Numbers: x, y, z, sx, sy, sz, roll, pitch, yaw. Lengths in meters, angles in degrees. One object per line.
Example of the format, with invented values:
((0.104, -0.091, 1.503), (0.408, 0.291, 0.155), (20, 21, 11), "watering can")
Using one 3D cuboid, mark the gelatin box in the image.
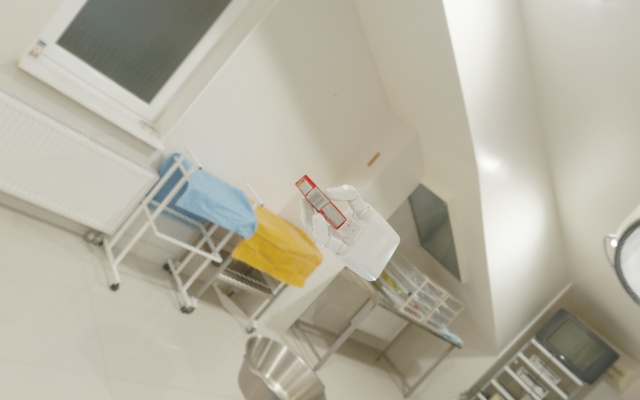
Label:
((0.000, 0.002, 0.829), (0.089, 0.030, 0.073), (47, 1, -26), "gelatin box")
